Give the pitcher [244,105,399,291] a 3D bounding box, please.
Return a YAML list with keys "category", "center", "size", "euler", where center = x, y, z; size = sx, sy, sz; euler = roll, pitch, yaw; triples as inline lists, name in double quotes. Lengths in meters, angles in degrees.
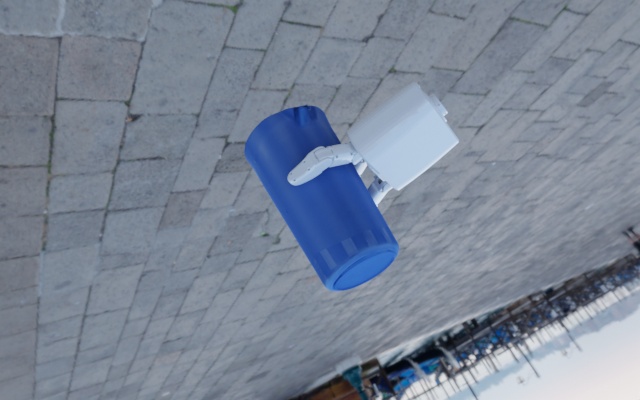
- category: "pitcher"
  center: [0.000, 0.002, 0.661]
  size: [0.145, 0.242, 0.149]
  euler: [-37, -27, 15]
